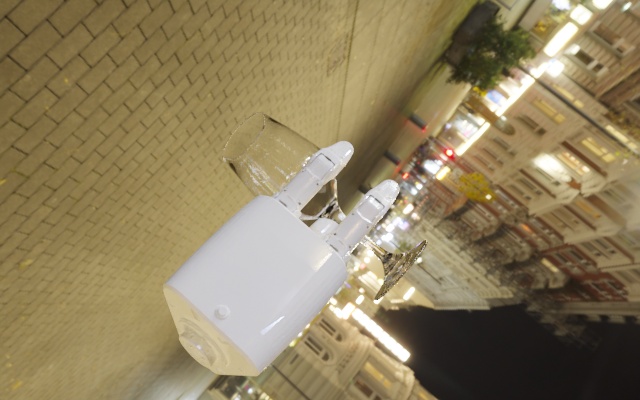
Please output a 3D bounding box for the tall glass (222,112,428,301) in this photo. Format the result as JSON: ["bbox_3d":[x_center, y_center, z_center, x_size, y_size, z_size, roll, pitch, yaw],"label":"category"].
[{"bbox_3d":[0.001,0.002,0.456,0.201,0.079,0.079,41,6,7],"label":"tall glass"}]
